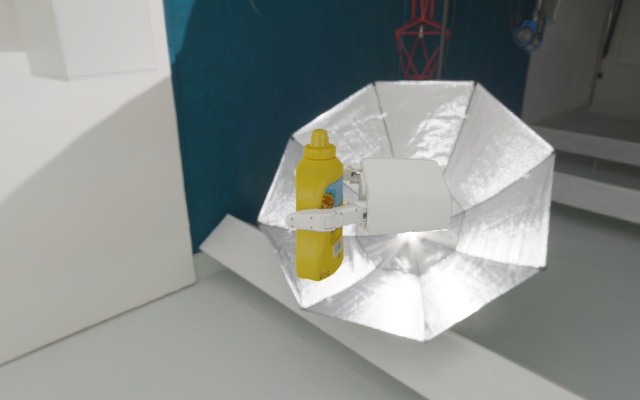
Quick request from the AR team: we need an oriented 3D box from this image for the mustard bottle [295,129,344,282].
[{"bbox_3d":[0.000,0.002,0.625,0.058,0.192,0.096,9,23,22],"label":"mustard bottle"}]
